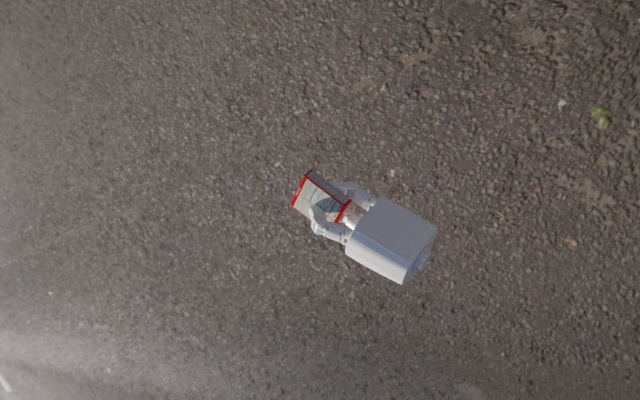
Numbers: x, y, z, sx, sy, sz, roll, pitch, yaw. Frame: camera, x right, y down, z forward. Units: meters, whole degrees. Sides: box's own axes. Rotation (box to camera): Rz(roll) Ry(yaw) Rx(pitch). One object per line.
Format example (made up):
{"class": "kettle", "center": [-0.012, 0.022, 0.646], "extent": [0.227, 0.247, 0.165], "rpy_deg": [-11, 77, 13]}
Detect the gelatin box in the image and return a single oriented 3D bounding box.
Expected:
{"class": "gelatin box", "center": [0.000, 0.003, 0.815], "extent": [0.089, 0.073, 0.030], "rpy_deg": [37, 41, 10]}
